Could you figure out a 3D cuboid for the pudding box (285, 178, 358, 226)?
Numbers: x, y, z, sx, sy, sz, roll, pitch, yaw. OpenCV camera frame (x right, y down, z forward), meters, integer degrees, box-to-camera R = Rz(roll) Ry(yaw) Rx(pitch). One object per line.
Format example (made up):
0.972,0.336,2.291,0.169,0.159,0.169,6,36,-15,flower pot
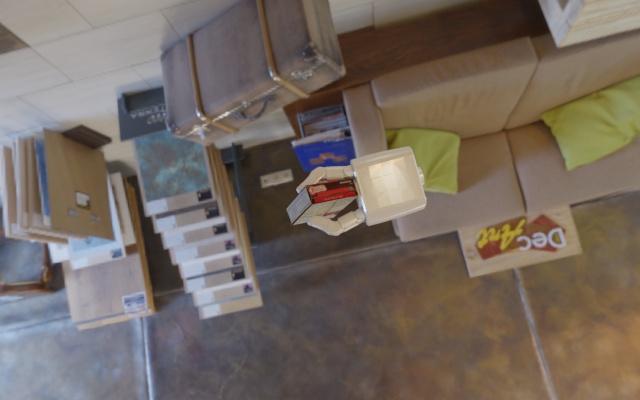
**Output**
0.000,0.003,0.823,0.090,0.039,0.113,-9,-19,-26,pudding box
